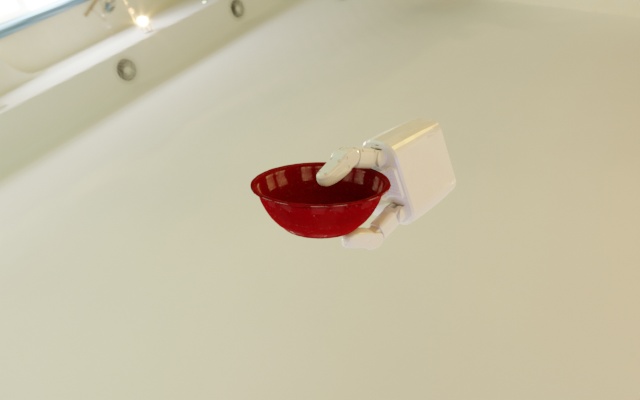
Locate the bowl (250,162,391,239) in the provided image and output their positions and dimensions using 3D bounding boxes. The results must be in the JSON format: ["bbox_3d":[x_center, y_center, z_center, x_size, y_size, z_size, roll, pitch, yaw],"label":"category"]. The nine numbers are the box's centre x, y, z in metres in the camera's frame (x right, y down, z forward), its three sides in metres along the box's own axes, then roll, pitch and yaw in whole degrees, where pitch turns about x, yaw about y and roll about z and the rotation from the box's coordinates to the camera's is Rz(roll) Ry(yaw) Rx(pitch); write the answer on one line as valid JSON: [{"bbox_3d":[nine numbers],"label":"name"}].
[{"bbox_3d":[-0.001,0.002,0.561,0.162,0.055,0.162,0,20,0],"label":"bowl"}]
